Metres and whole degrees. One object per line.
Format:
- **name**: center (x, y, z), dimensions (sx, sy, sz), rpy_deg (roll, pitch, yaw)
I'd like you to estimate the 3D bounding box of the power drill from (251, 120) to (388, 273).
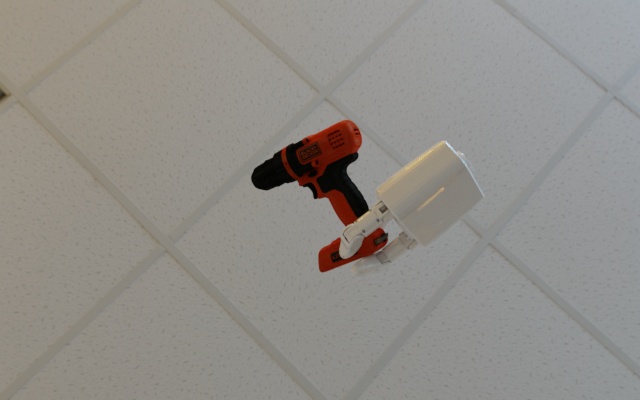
- **power drill**: center (0.001, 0.003, 0.677), dimensions (0.184, 0.187, 0.057), rpy_deg (-24, -1, 29)
